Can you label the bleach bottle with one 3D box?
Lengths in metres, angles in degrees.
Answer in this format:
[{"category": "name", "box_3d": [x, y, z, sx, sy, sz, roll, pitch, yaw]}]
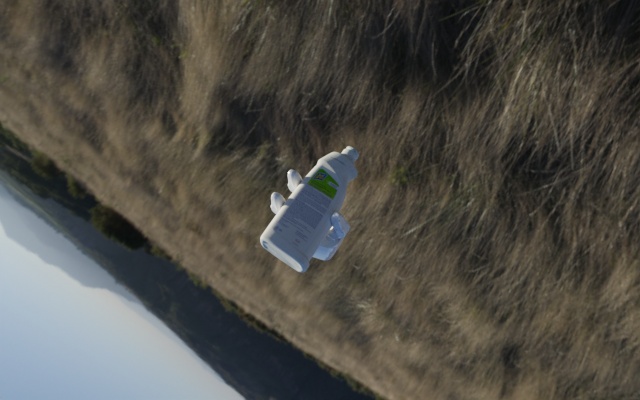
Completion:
[{"category": "bleach bottle", "box_3d": [0.000, 0.003, 0.881, 0.102, 0.250, 0.068, 34, -22, 8]}]
